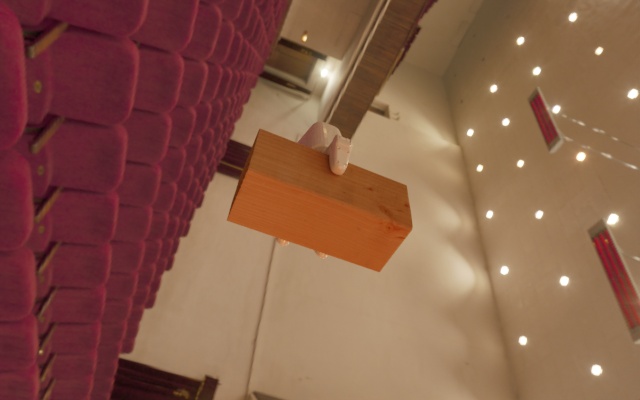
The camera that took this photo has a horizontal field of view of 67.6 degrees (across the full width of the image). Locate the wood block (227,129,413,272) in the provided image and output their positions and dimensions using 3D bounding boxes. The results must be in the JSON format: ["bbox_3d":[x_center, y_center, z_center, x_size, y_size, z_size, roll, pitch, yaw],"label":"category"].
[{"bbox_3d":[0.000,0.002,0.602,0.206,0.091,0.090,20,38,-12],"label":"wood block"}]
